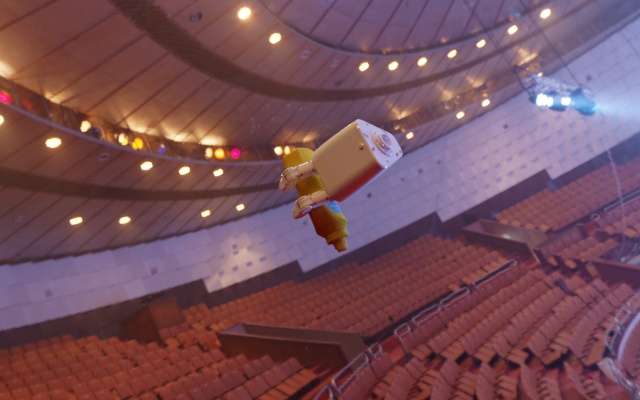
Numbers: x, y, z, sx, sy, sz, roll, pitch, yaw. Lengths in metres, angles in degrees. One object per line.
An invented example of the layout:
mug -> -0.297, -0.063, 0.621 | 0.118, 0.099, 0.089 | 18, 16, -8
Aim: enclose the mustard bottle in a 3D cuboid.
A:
mustard bottle -> 0.000, 0.003, 0.849 | 0.058, 0.191, 0.096 | -29, -15, 11
